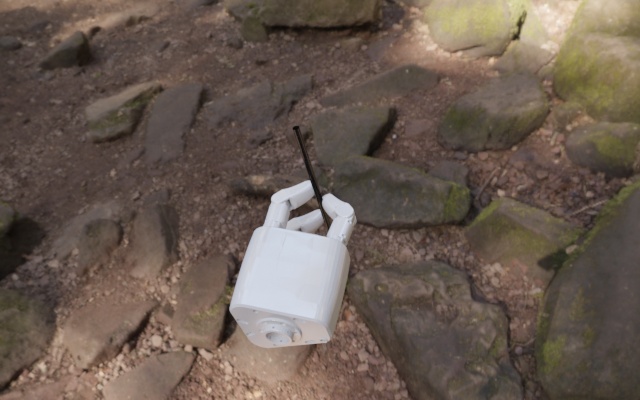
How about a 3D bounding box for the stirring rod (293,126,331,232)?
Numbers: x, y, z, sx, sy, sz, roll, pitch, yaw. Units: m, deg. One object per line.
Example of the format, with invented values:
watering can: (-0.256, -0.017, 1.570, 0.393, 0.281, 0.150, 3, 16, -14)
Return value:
stirring rod: (0.000, 0.002, 0.617, 0.011, 0.011, 0.240, 0, -44, 18)
